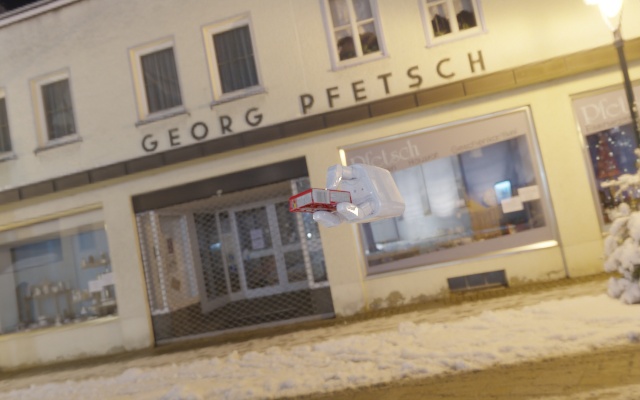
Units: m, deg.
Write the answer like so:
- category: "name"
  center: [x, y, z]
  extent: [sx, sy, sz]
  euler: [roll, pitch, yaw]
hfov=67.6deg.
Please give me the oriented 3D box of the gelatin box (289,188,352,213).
- category: "gelatin box"
  center: [0.000, 0.002, 0.856]
  extent: [0.089, 0.030, 0.073]
  euler: [5, -15, -37]
